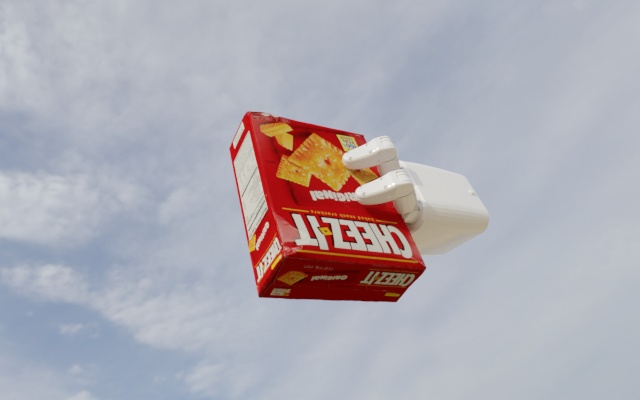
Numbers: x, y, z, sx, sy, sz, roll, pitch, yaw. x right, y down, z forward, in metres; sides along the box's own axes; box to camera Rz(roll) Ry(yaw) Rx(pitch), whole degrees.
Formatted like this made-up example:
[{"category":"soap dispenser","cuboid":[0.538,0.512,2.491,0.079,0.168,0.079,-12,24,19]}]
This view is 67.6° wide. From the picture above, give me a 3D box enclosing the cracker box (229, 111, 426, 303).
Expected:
[{"category":"cracker box","cuboid":[0.000,0.002,0.525,0.164,0.213,0.072,8,-48,-28]}]
